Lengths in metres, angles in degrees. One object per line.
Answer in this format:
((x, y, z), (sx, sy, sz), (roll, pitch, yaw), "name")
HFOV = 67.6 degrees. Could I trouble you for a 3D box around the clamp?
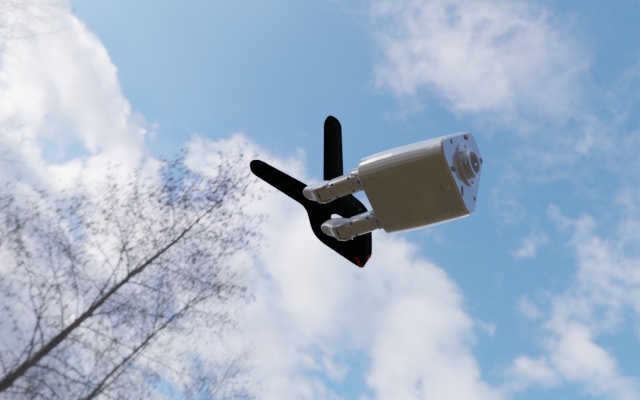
((0.001, 0.002, 0.652), (0.164, 0.210, 0.036), (-14, 21, 39), "clamp")
